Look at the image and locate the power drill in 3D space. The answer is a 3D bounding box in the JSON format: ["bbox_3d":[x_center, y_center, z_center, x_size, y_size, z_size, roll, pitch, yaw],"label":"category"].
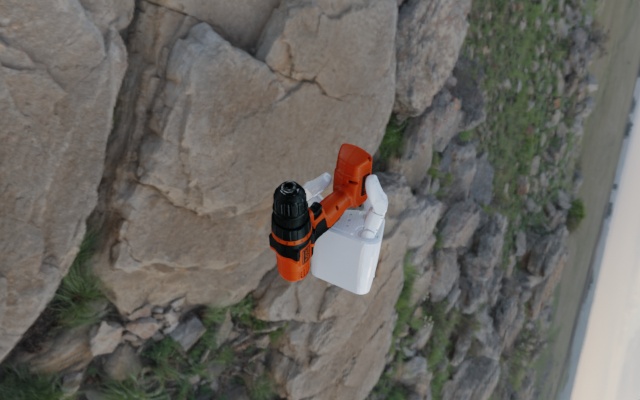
[{"bbox_3d":[0.000,0.002,0.661,0.057,0.185,0.187,30,55,21],"label":"power drill"}]
